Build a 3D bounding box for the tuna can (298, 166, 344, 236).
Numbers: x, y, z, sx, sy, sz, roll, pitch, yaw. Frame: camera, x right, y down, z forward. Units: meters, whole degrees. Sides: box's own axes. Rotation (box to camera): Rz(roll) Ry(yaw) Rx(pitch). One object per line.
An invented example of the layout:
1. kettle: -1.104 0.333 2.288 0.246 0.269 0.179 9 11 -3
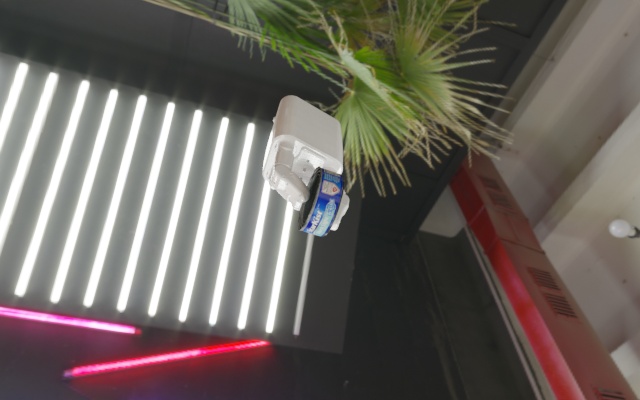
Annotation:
1. tuna can: 0.001 0.002 0.612 0.034 0.086 0.086 17 -4 -11
